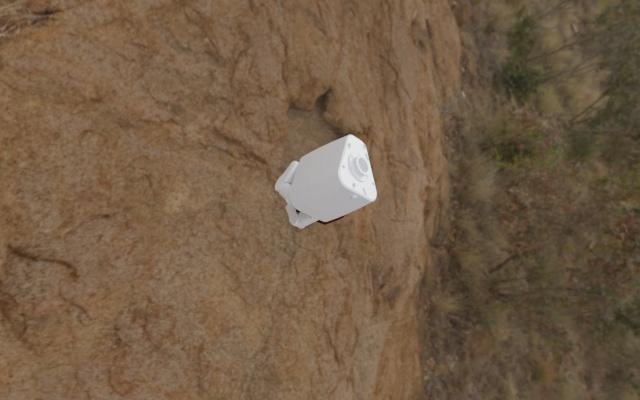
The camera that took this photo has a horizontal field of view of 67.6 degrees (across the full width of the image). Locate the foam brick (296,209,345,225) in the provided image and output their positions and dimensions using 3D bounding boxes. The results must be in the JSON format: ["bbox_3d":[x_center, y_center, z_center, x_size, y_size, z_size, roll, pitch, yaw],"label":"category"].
[{"bbox_3d":[0.000,0.003,0.857,0.051,0.053,0.078,-24,-36,38],"label":"foam brick"}]
